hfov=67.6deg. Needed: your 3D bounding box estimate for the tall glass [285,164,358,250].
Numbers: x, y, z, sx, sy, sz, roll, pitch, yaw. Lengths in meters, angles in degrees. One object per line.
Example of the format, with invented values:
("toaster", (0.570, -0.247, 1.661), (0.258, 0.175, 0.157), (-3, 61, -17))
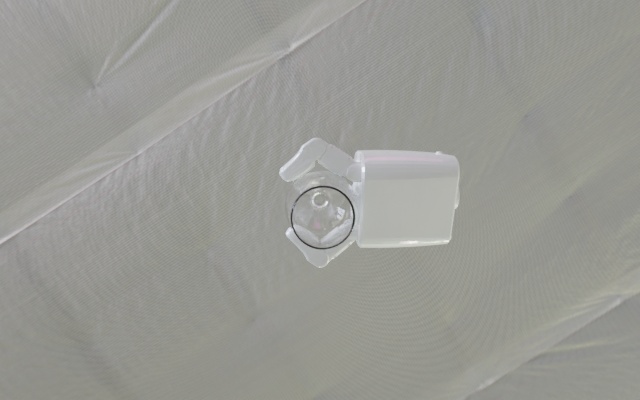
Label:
("tall glass", (0.000, 0.002, 0.549), (0.079, 0.079, 0.201), (0, 9, -1))
